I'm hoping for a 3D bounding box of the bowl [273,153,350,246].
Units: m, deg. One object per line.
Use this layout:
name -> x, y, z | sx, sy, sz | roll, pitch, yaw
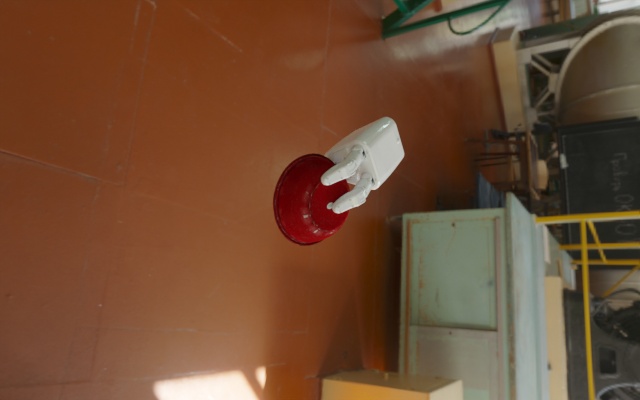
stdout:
bowl -> 0.000, 0.004, 0.809 | 0.162, 0.162, 0.055 | 0, 8, -40
